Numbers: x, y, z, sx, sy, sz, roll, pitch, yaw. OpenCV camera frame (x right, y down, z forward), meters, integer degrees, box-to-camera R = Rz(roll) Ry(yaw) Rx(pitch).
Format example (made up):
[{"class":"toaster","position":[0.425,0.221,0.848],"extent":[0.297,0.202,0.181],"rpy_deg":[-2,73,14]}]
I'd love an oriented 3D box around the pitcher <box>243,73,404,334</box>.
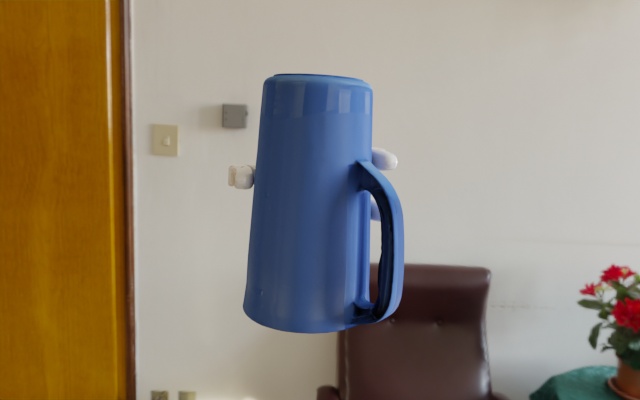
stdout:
[{"class":"pitcher","position":[0.000,0.002,0.480],"extent":[0.149,0.243,0.145],"rpy_deg":[2,10,-6]}]
